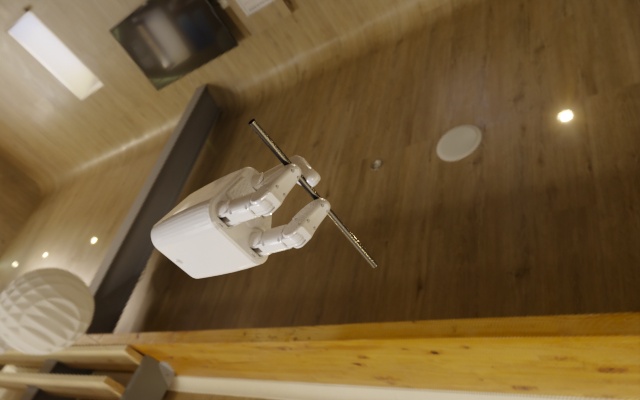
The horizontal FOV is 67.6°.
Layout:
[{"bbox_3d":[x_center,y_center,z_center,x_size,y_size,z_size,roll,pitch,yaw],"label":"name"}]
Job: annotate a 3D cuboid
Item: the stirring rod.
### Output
[{"bbox_3d":[0.000,0.002,0.523,0.011,0.011,0.240,0,-40,46],"label":"stirring rod"}]
